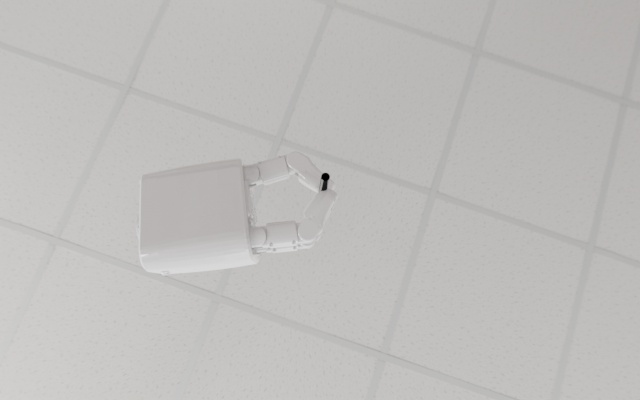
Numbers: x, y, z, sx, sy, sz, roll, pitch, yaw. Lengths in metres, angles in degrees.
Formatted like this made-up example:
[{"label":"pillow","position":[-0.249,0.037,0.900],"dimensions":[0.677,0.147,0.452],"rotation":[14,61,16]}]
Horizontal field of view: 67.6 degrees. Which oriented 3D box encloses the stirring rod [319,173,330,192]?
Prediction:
[{"label":"stirring rod","position":[0.000,0.002,0.553],"dimensions":[0.011,0.011,0.239],"rotation":[0,-11,-2]}]
